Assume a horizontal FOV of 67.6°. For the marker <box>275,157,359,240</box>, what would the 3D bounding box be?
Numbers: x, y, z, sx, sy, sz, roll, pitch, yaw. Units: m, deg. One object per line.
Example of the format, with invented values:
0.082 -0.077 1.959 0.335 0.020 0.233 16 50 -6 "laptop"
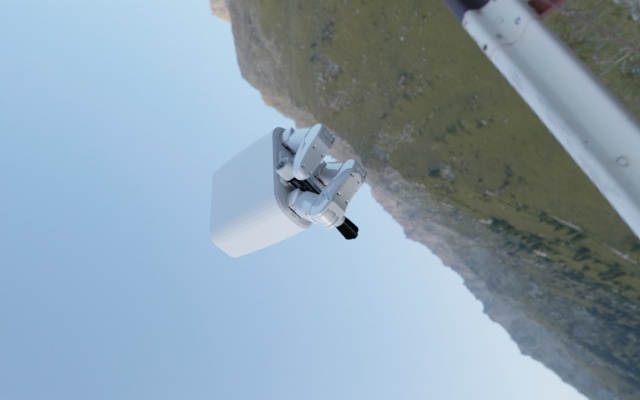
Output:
0.000 0.002 0.489 0.020 0.020 0.121 0 -38 52 "marker"
